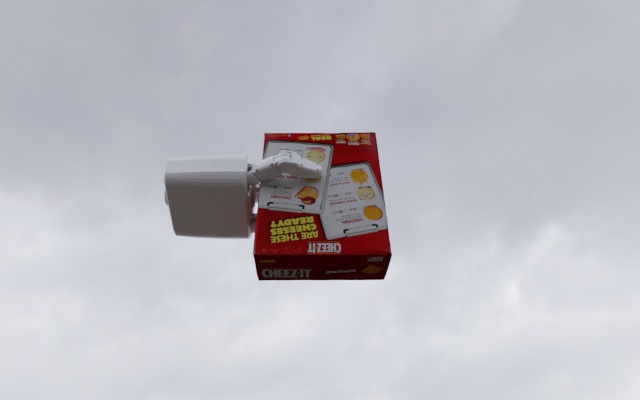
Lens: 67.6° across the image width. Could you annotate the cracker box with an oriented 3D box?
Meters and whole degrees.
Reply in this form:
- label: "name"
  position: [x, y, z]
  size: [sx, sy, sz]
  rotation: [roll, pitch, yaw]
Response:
- label: "cracker box"
  position: [0.000, 0.002, 0.644]
  size: [0.164, 0.213, 0.072]
  rotation: [0, -40, -1]
